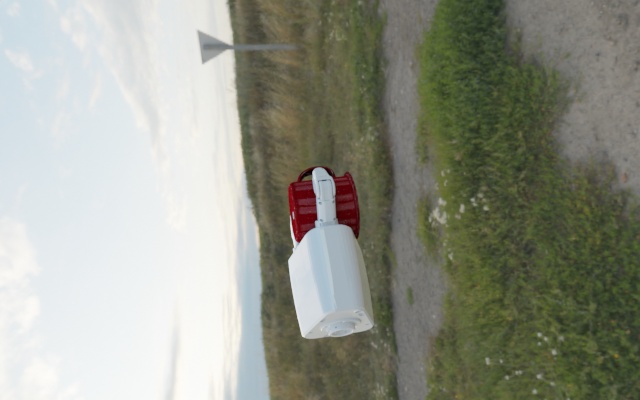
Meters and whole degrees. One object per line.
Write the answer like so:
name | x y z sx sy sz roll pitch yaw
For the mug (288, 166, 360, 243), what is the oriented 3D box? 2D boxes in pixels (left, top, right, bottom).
mug | 0.000 0.001 0.641 0.081 0.117 0.093 -7 -31 -8
